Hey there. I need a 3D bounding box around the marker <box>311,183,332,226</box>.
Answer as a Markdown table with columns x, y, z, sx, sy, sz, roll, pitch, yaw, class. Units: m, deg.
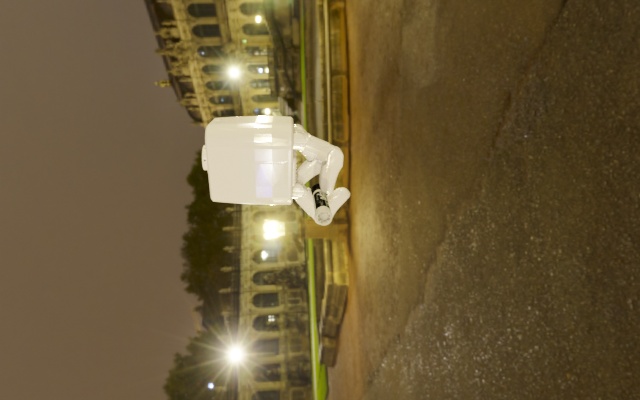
| x | y | z | sx | sy | sz | roll | pitch | yaw | class |
| --- | --- | --- | --- | --- | --- | --- | --- | --- | --- |
| 0.000 | 0.002 | 0.583 | 0.020 | 0.020 | 0.121 | 0 | 17 | -4 | marker |
